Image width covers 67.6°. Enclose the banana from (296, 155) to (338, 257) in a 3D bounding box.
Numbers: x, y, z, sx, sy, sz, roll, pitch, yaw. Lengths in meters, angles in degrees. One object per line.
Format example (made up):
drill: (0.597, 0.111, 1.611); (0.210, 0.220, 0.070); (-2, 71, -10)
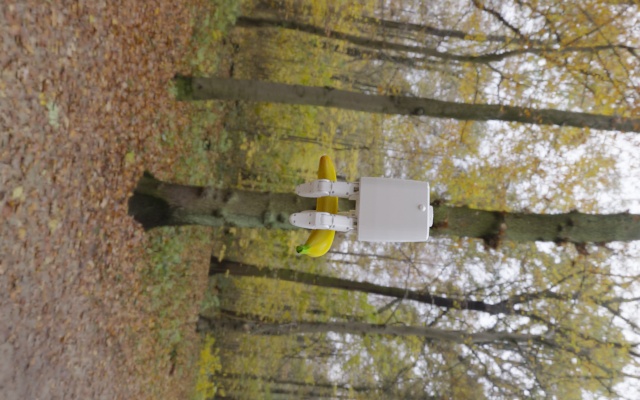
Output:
banana: (0.005, 0.017, 0.773); (0.037, 0.197, 0.070); (-3, -40, 18)
